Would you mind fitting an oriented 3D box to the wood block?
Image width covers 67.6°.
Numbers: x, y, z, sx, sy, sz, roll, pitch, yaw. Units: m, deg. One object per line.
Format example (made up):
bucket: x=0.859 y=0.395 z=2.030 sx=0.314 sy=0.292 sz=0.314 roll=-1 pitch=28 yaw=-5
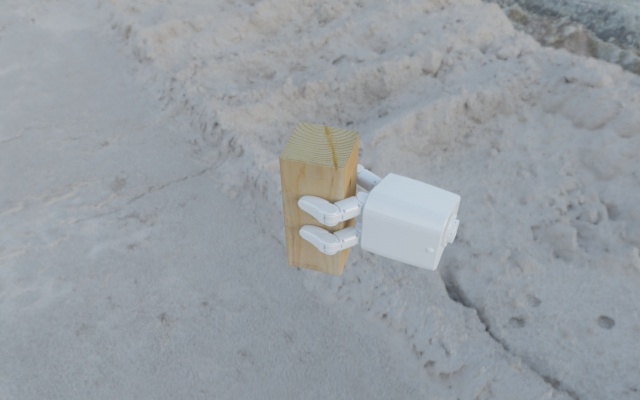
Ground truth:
wood block: x=0.001 y=0.002 z=0.697 sx=0.090 sy=0.206 sz=0.090 roll=10 pitch=42 yaw=12
